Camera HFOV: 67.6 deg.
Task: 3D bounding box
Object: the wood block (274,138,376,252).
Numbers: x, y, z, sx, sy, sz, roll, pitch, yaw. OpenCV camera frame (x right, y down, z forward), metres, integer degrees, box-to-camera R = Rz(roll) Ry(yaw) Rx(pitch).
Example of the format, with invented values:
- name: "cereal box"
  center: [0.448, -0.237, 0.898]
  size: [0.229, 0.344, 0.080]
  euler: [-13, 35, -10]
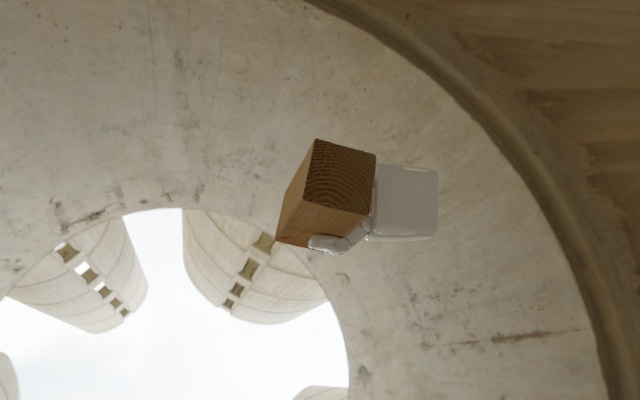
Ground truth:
- name: "wood block"
  center: [0.000, 0.003, 0.702]
  size: [0.090, 0.090, 0.206]
  euler: [14, -22, -10]
